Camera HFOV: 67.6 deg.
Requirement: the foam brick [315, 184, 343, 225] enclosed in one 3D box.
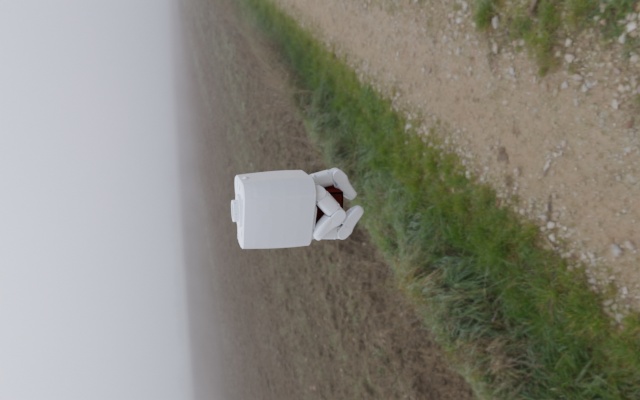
[{"bbox_3d":[0.000,0.003,0.769,0.051,0.053,0.078,-4,15,-16],"label":"foam brick"}]
